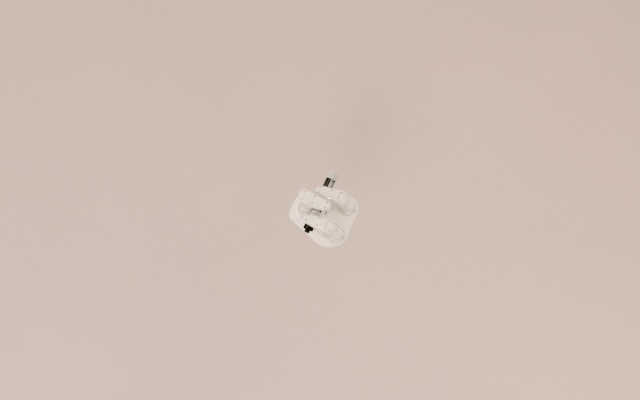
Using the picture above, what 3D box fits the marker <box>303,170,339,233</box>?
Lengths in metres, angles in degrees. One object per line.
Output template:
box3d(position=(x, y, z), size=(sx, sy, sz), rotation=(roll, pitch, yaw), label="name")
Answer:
box3d(position=(0.000, 0.003, 0.854), size=(0.020, 0.121, 0.020), rotation=(24, -11, 5), label="marker")
